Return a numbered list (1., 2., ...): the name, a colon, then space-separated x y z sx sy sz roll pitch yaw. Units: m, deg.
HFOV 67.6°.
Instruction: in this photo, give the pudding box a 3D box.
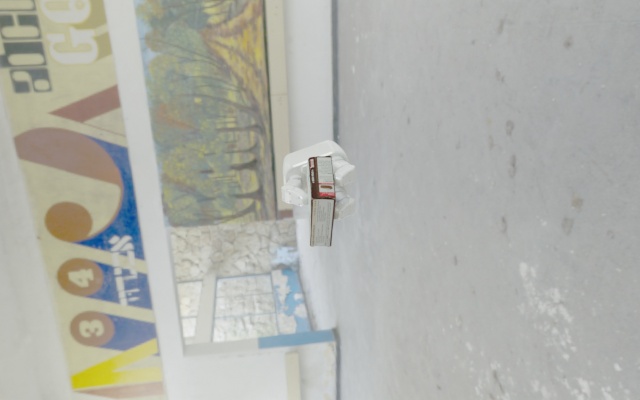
1. pudding box: 0.000 0.002 0.725 0.039 0.090 0.114 -3 -42 -3
